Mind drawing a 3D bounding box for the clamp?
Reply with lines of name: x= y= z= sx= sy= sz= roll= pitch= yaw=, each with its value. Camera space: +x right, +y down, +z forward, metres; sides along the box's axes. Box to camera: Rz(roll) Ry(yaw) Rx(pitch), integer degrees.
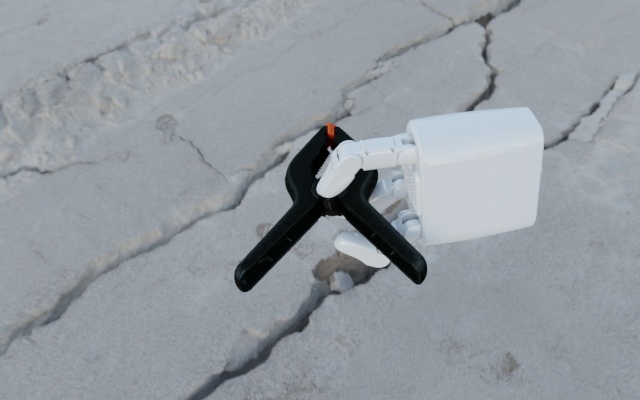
clamp: x=0.000 y=0.001 z=0.464 sx=0.164 sy=0.209 sz=0.036 roll=-8 pitch=-43 yaw=1
